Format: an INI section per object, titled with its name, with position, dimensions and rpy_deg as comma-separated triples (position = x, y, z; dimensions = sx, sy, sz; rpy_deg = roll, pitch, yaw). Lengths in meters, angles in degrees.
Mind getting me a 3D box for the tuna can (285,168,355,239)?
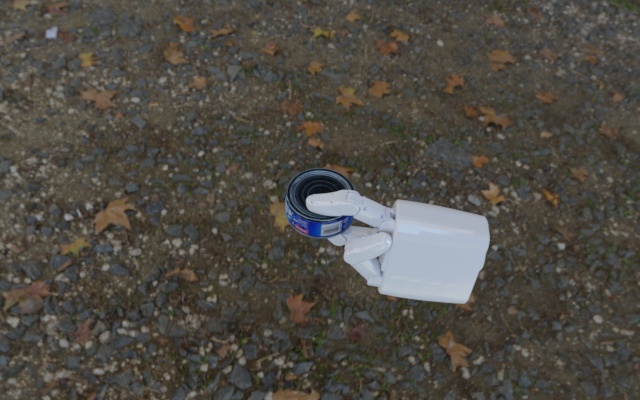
[tuna can]
position = 0.000, 0.001, 0.572
dimensions = 0.086, 0.086, 0.034
rpy_deg = 0, -40, -3
